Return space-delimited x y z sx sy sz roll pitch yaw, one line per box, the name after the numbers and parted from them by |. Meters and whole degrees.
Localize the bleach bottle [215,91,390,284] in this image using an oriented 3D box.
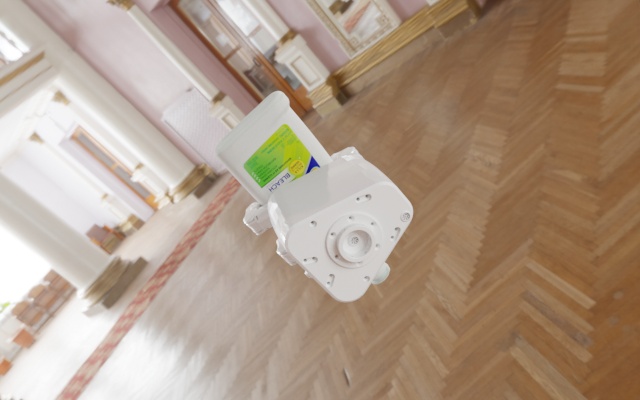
0.000 0.002 0.551 0.102 0.251 0.068 -42 20 3 | bleach bottle
